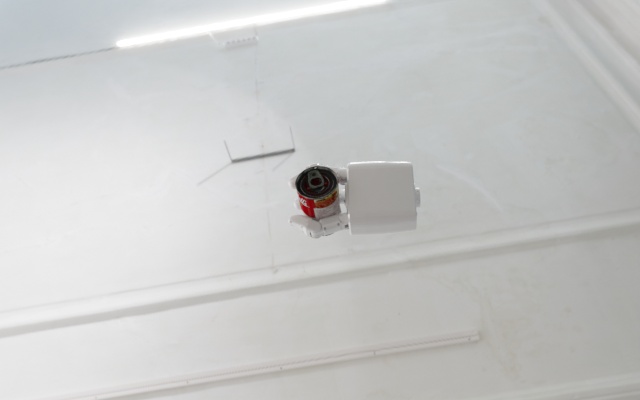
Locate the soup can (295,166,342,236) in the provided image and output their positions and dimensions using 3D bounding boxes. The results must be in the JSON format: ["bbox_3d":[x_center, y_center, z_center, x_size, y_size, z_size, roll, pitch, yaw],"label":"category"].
[{"bbox_3d":[0.000,0.003,0.778,0.068,0.068,0.102,0,-39,9],"label":"soup can"}]
